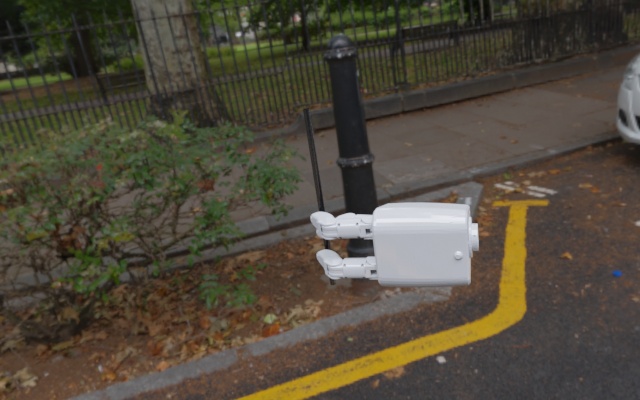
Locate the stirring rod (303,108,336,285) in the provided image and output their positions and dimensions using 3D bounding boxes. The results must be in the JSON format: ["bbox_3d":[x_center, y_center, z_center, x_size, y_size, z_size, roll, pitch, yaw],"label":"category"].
[{"bbox_3d":[0.000,0.002,0.616,0.011,0.240,0.011,-8,19,3],"label":"stirring rod"}]
